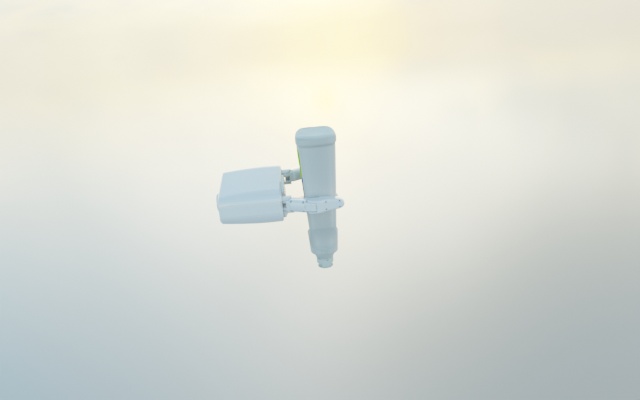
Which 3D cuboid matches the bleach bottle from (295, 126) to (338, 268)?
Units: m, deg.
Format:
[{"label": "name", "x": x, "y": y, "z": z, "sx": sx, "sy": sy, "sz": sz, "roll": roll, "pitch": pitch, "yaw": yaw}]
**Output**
[{"label": "bleach bottle", "x": 0.000, "y": 0.003, "z": 0.829, "sx": 0.068, "sy": 0.251, "sz": 0.102, "roll": -5, "pitch": 19, "yaw": -1}]
